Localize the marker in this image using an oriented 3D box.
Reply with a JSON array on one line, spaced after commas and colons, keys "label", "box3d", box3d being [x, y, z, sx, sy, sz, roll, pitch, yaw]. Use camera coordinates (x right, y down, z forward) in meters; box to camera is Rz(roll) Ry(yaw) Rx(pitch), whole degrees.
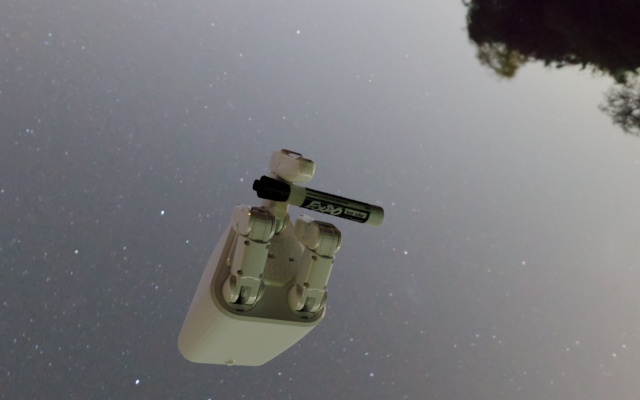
[{"label": "marker", "box3d": [0.000, 0.001, 0.405, 0.121, 0.020, 0.020, 14, -7, -26]}]
